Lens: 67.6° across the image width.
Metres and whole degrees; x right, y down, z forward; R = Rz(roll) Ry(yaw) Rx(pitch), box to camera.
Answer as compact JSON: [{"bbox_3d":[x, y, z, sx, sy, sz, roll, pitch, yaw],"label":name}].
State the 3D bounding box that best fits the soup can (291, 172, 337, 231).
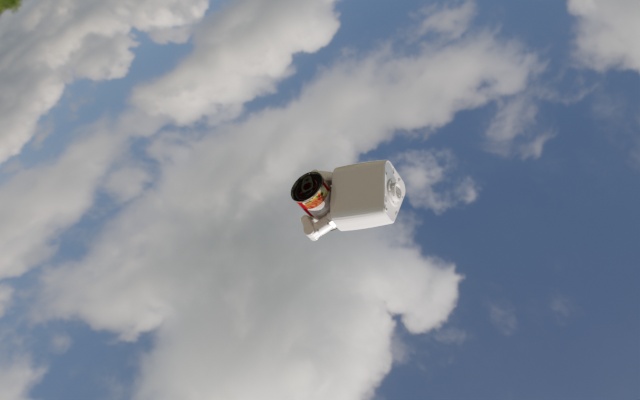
[{"bbox_3d":[0.000,0.003,0.892,0.068,0.068,0.102,0,-34,38],"label":"soup can"}]
